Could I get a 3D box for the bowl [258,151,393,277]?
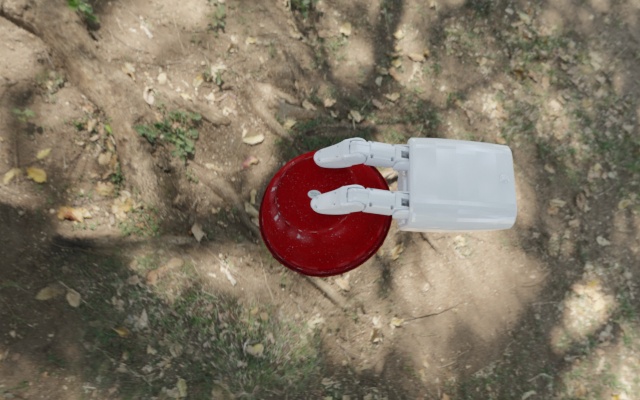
[{"bbox_3d":[-0.001,0.002,0.541,0.162,0.162,0.055,0,-23,12],"label":"bowl"}]
